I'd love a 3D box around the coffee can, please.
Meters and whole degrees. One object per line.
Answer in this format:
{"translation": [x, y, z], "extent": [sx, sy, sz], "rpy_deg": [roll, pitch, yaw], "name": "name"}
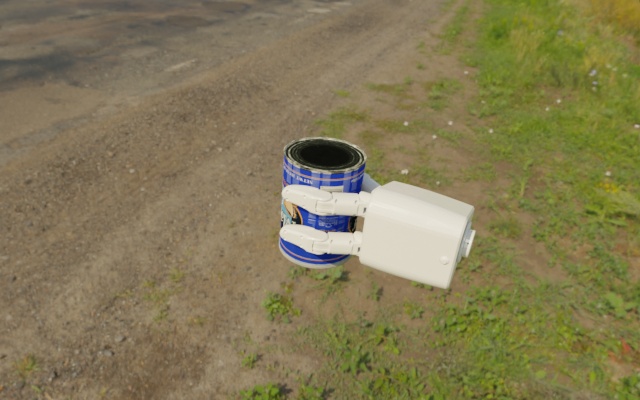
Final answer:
{"translation": [0.000, 0.002, 0.618], "extent": [0.103, 0.140, 0.102], "rpy_deg": [4, 30, -2], "name": "coffee can"}
